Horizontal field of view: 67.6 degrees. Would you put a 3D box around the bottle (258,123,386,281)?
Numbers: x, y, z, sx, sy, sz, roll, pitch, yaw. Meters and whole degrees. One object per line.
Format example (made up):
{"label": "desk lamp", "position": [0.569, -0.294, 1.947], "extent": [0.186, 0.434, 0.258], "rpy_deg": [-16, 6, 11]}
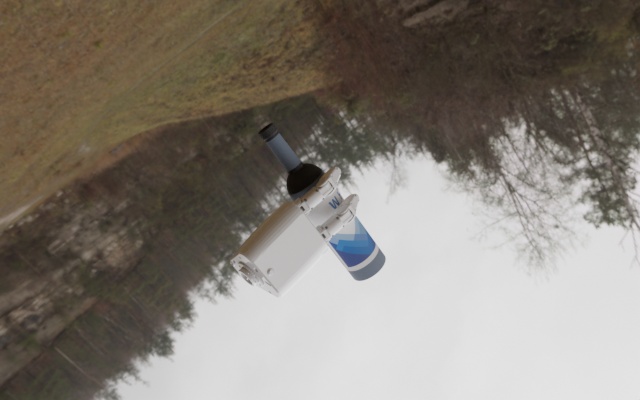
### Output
{"label": "bottle", "position": [0.000, 0.003, 0.766], "extent": [0.069, 0.296, 0.069], "rpy_deg": [-32, 20, 13]}
